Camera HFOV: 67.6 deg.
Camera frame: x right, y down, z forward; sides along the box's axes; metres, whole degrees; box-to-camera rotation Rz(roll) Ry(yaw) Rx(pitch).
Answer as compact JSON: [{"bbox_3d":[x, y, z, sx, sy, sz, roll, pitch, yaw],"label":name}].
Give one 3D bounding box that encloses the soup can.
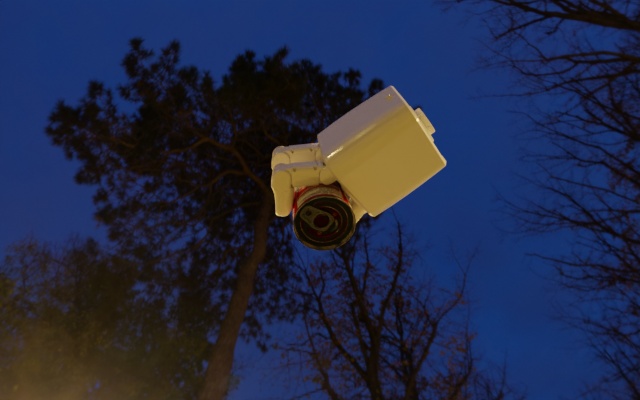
[{"bbox_3d":[0.000,0.002,0.555,0.068,0.068,0.102,0,28,-6],"label":"soup can"}]
